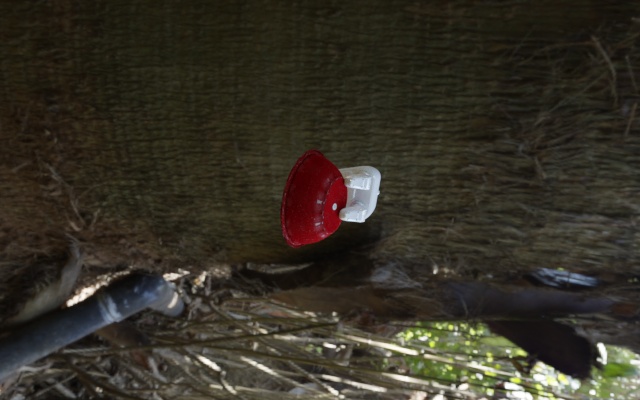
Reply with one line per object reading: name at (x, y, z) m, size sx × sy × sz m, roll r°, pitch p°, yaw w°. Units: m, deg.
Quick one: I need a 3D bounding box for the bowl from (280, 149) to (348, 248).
bowl at (0.000, 0.003, 0.758) m, size 0.055 × 0.162 × 0.162 m, roll 13°, pitch 5°, yaw 24°
